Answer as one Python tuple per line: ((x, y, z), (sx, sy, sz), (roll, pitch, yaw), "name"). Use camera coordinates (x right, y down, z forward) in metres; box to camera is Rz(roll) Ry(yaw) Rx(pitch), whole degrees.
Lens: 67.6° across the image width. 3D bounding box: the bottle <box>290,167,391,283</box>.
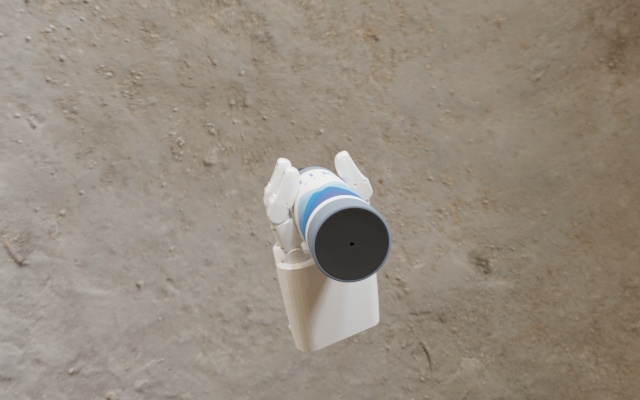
((0.000, 0.002, 0.524), (0.069, 0.069, 0.295), (0, 13, -10), "bottle")
